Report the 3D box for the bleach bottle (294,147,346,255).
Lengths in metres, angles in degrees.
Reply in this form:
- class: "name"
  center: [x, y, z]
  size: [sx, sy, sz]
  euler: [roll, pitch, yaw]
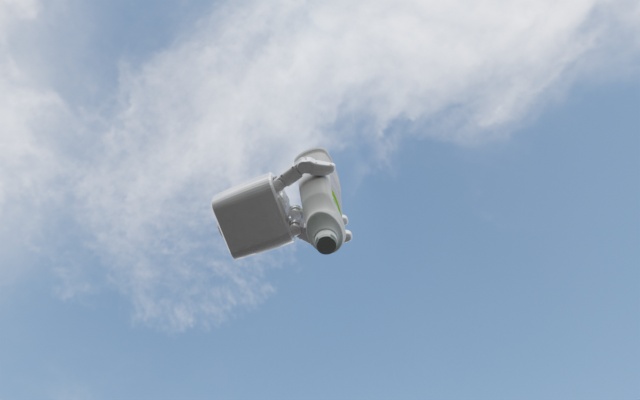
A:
- class: "bleach bottle"
  center: [0.000, 0.003, 0.756]
  size: [0.068, 0.103, 0.250]
  euler: [-22, 23, 7]
